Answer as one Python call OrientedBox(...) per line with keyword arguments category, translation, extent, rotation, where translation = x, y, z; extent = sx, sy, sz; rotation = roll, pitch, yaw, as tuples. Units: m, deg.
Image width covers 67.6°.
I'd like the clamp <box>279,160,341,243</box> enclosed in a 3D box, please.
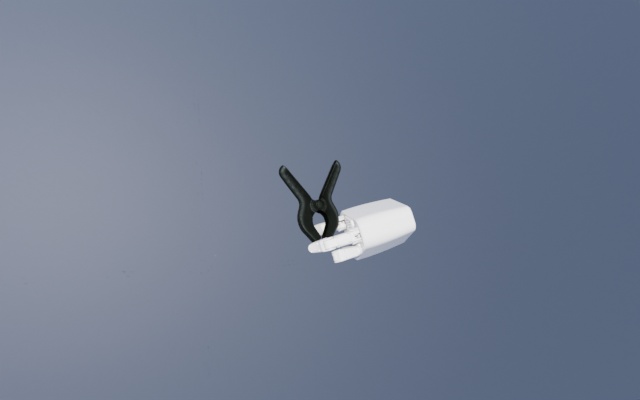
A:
OrientedBox(category="clamp", translation=(0.000, 0.003, 0.896), extent=(0.120, 0.171, 0.039), rotation=(-17, -3, -12))
